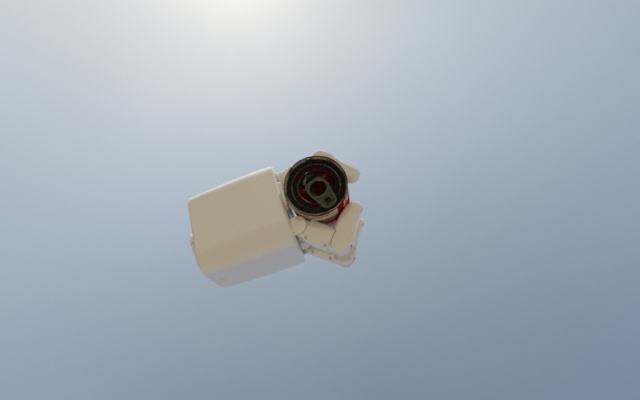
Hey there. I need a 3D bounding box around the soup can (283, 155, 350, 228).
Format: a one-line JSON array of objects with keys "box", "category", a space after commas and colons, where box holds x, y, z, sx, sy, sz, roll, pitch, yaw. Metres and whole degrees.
[{"box": [0.001, 0.002, 0.545, 0.068, 0.068, 0.102, 0, -22, 7], "category": "soup can"}]
